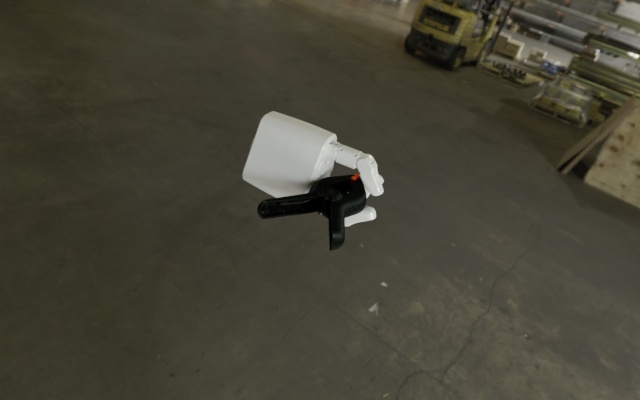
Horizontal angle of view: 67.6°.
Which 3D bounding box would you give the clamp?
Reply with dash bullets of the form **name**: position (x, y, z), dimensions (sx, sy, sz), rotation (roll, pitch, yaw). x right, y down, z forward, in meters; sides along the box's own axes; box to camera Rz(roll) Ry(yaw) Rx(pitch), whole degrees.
- **clamp**: position (0.000, 0.002, 0.633), dimensions (0.120, 0.039, 0.171), rotation (24, 30, 14)
